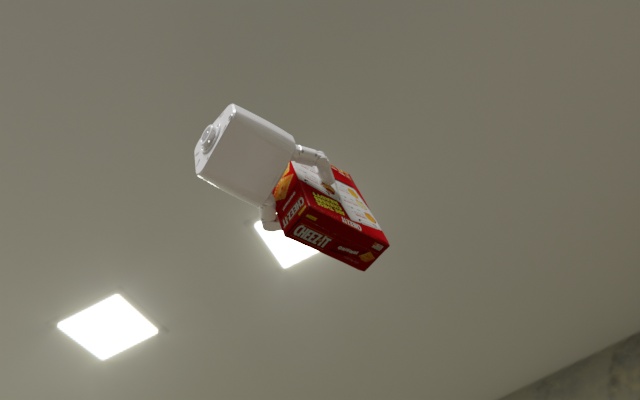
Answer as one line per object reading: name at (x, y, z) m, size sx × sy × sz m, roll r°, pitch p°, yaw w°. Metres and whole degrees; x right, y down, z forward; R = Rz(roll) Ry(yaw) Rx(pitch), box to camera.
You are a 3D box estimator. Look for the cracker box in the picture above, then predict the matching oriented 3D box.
cracker box at (0.000, 0.002, 0.783) m, size 0.164 × 0.072 × 0.213 m, roll 27°, pitch 23°, yaw -31°
